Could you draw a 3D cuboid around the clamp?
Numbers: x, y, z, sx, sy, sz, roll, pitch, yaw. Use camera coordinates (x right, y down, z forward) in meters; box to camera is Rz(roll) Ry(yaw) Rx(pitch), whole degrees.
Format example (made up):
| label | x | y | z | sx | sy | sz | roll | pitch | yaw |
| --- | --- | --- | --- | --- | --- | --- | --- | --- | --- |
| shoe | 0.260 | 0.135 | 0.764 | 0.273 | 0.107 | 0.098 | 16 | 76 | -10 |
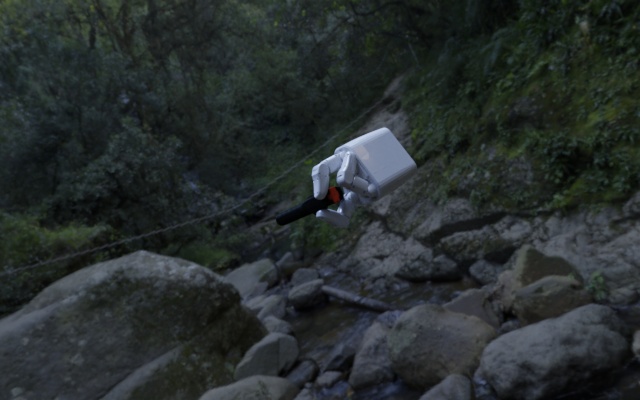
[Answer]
| label | x | y | z | sx | sy | sz | roll | pitch | yaw |
| --- | --- | --- | --- | --- | --- | --- | --- | --- | --- |
| clamp | 0.000 | 0.002 | 0.872 | 0.120 | 0.039 | 0.171 | -30 | 5 | -33 |
